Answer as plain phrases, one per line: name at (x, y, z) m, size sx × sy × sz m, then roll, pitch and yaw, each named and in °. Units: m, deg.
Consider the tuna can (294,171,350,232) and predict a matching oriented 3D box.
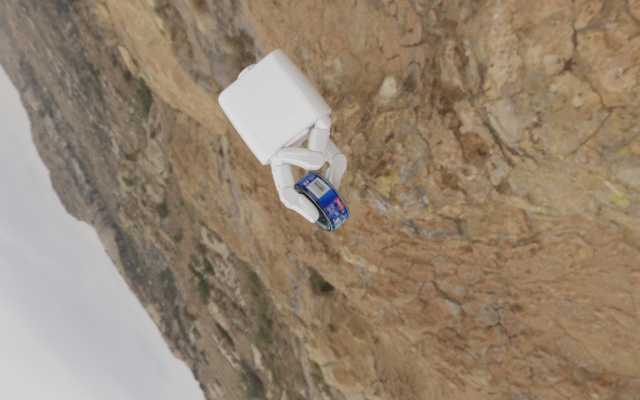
tuna can at (0.000, 0.003, 0.664) m, size 0.033 × 0.086 × 0.086 m, roll -41°, pitch 12°, yaw -15°
